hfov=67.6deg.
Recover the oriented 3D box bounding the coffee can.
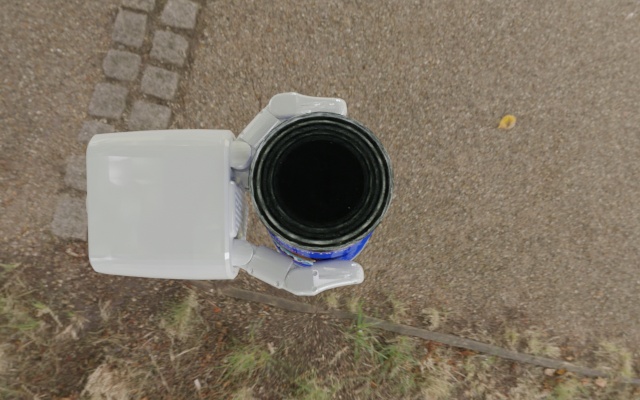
[{"bbox_3d":[0.000,0.001,0.400,0.103,0.102,0.140,0,-13,0],"label":"coffee can"}]
